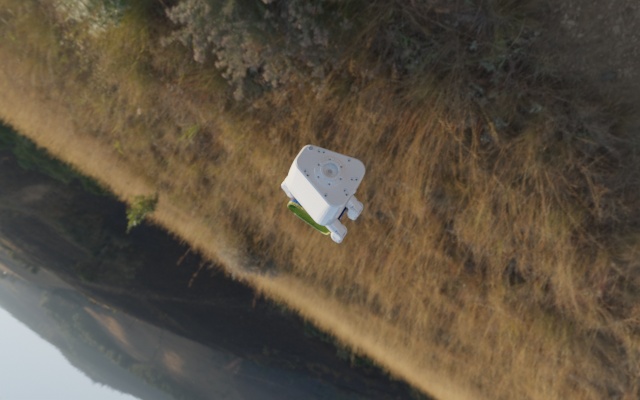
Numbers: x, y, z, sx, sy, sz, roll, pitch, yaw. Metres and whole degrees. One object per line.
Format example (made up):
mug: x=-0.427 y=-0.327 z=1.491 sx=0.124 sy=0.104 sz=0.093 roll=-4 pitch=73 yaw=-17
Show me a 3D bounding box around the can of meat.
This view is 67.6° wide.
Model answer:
can of meat: x=0.000 y=0.003 z=0.890 sx=0.102 sy=0.084 sz=0.057 roll=35 pitch=-19 yaw=-3
